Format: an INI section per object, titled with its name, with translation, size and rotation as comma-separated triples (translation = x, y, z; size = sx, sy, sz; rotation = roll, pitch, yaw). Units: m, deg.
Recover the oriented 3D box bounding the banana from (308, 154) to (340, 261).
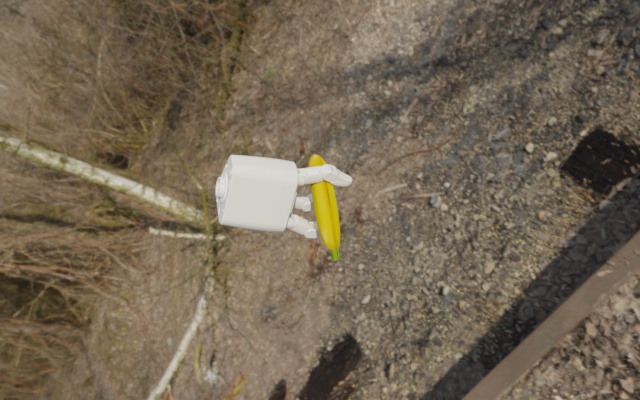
[banana]
translation = 0.003, -0.002, 0.798
size = 0.037, 0.197, 0.070
rotation = -5, -22, -11
